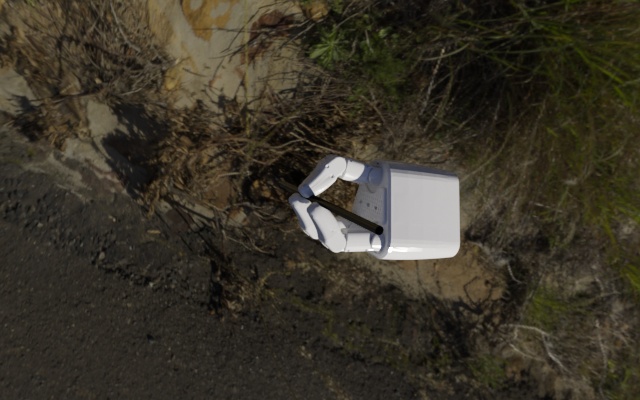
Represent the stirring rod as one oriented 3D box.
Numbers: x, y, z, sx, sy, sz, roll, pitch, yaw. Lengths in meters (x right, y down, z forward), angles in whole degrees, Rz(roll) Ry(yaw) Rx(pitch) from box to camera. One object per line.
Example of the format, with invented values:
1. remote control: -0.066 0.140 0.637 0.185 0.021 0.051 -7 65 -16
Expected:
1. stirring rod: 0.000 0.002 0.500 0.011 0.011 0.239 0 11 -24
